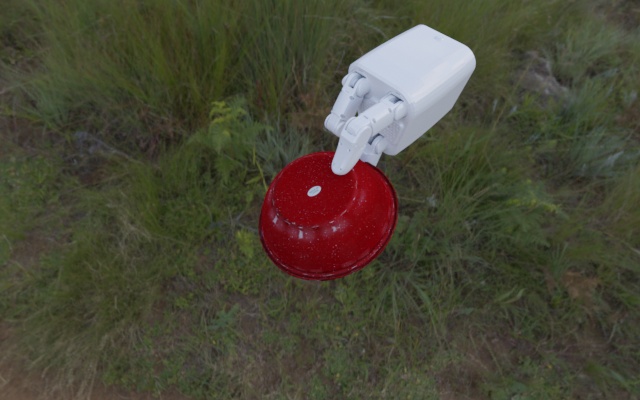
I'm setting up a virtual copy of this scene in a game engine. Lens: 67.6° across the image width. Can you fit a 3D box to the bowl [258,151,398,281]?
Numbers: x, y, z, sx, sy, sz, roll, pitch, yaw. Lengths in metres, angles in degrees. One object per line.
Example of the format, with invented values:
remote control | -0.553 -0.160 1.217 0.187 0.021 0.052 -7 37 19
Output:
bowl | -0.001 0.002 0.515 0.162 0.162 0.055 0 -31 17
